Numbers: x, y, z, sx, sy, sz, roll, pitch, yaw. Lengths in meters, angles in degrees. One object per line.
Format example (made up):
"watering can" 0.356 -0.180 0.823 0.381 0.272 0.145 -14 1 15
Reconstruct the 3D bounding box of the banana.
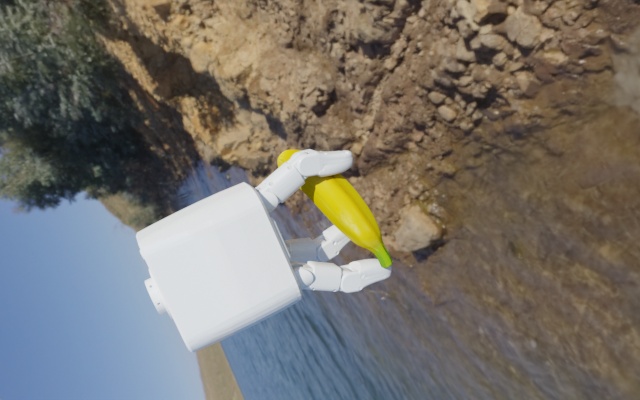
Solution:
"banana" 0.000 -0.010 0.489 0.037 0.070 0.197 -27 48 -19
